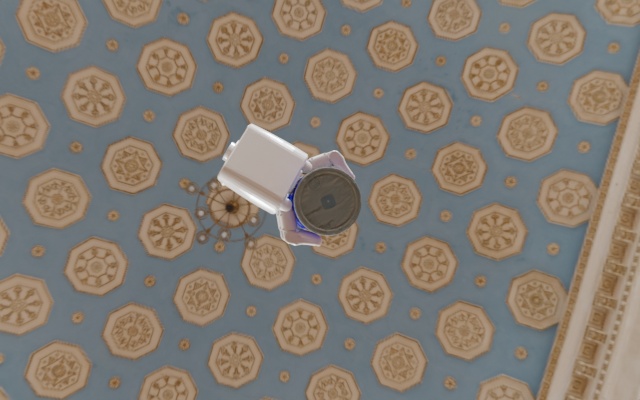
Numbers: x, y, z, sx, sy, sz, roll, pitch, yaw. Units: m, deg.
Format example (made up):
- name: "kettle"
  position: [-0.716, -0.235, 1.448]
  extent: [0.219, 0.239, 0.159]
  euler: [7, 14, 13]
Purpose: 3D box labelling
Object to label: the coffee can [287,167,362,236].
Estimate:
- name: "coffee can"
  position: [0.000, 0.003, 0.779]
  extent: [0.103, 0.103, 0.140]
  euler: [0, -1, -10]
